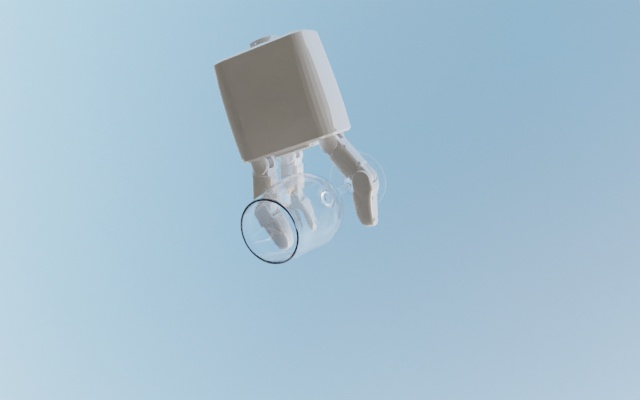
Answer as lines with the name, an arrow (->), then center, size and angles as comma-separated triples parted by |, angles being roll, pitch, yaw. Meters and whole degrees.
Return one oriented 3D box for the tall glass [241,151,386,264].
tall glass -> 0.000, 0.002, 0.504 | 0.079, 0.079, 0.201 | 0, 16, 29
